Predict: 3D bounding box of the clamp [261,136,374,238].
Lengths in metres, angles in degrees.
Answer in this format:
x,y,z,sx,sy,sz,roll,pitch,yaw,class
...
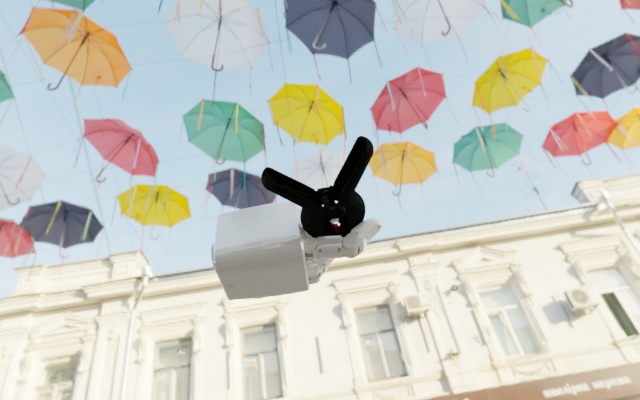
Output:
x,y,z,sx,sy,sz,roll,pitch,yaw,class
0.000,0.001,0.548,0.120,0.039,0.172,-8,-40,-3,clamp
